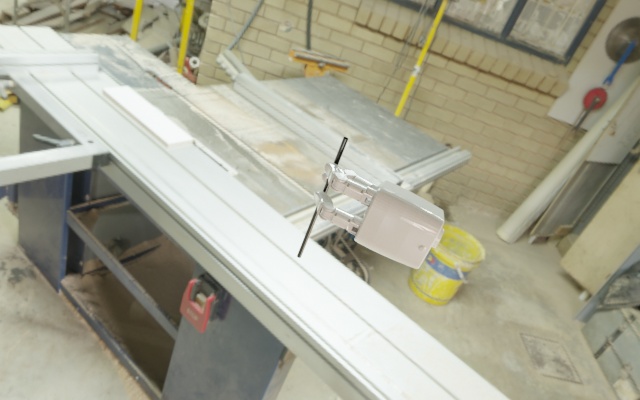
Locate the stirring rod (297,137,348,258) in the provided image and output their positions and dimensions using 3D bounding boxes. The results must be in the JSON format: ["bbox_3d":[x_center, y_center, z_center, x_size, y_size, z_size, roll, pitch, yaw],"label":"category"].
[{"bbox_3d":[0.000,0.003,0.778,0.011,0.240,0.011,16,31,-10],"label":"stirring rod"}]
